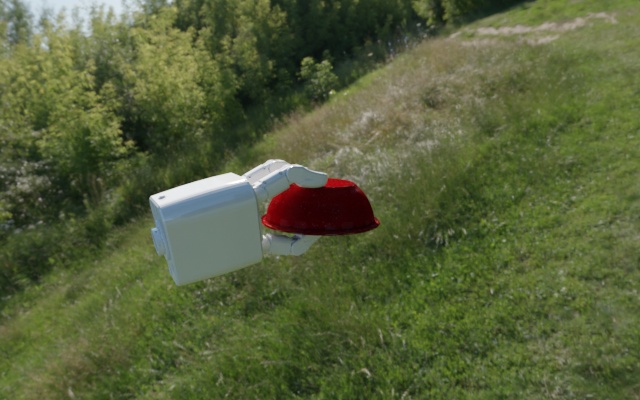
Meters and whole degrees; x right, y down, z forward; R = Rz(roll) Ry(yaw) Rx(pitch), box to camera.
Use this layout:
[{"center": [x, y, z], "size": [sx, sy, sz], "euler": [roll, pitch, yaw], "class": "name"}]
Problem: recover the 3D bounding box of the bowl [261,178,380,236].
[{"center": [0.001, 0.002, 0.643], "size": [0.162, 0.055, 0.162], "euler": [2, 10, 0], "class": "bowl"}]
